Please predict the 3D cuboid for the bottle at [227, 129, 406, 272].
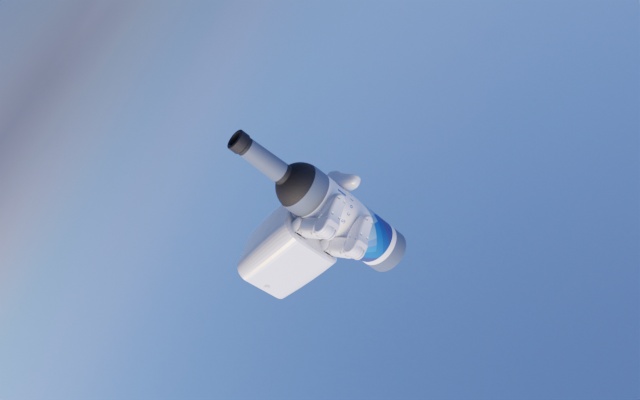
[{"bbox_3d":[0.000,0.002,0.636,0.296,0.069,0.069,36,-21,-32],"label":"bottle"}]
